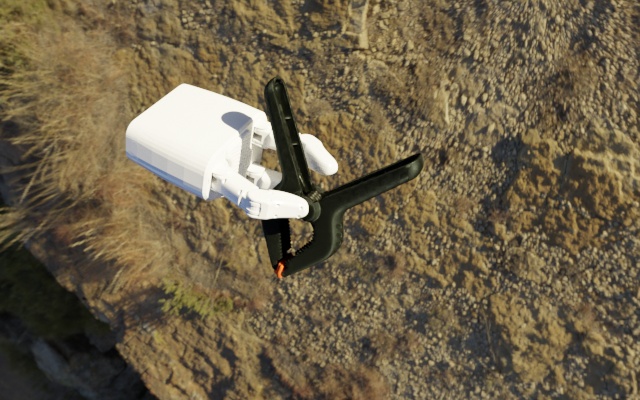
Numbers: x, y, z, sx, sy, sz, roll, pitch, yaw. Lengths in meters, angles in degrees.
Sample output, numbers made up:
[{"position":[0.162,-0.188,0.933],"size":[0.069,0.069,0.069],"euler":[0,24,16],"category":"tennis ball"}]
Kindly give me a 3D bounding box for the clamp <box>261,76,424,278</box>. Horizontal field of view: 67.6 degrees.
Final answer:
[{"position":[-0.001,0.002,0.479],"size":[0.164,0.210,0.036],"euler":[25,32,16],"category":"clamp"}]
